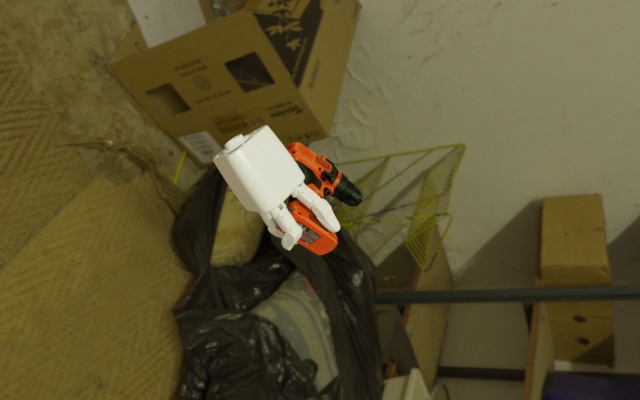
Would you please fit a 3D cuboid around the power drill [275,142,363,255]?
[{"bbox_3d":[0.000,0.003,0.857,0.184,0.187,0.057,34,-50,-22],"label":"power drill"}]
